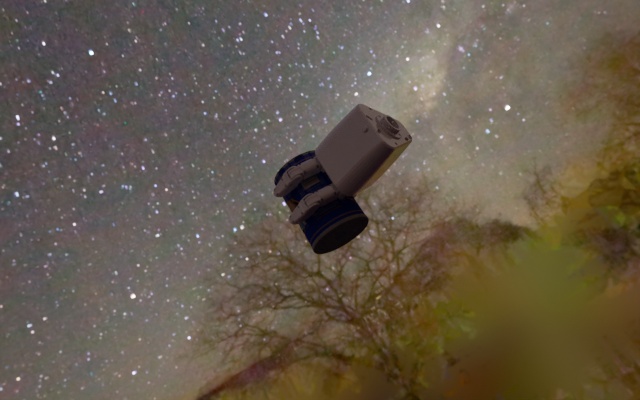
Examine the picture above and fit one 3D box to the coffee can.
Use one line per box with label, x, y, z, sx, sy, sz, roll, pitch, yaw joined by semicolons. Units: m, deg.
coffee can;0.000;0.003;0.790;0.103;0.140;0.103;-27;-23;-12
